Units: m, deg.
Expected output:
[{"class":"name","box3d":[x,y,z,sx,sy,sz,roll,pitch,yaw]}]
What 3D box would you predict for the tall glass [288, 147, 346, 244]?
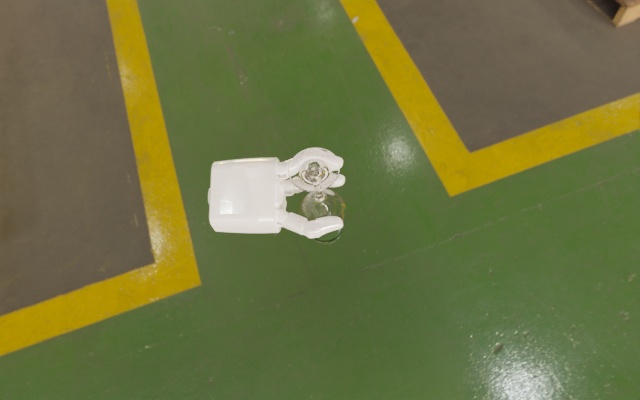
[{"class":"tall glass","box3d":[0.000,0.002,0.764,0.079,0.079,0.201,0,-29,7]}]
